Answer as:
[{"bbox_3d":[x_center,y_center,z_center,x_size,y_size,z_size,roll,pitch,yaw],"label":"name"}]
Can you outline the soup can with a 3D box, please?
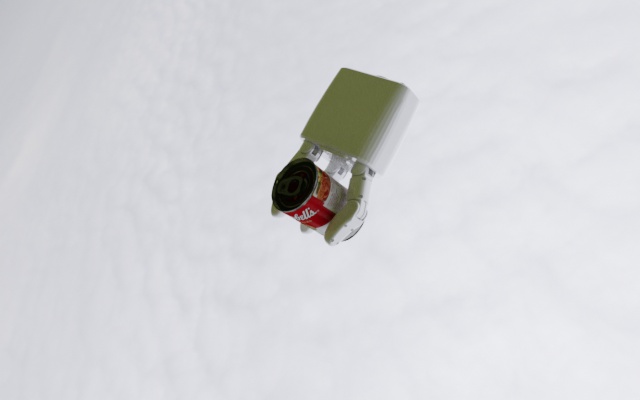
[{"bbox_3d":[0.000,0.002,0.572,0.068,0.068,0.102,0,-24,42],"label":"soup can"}]
